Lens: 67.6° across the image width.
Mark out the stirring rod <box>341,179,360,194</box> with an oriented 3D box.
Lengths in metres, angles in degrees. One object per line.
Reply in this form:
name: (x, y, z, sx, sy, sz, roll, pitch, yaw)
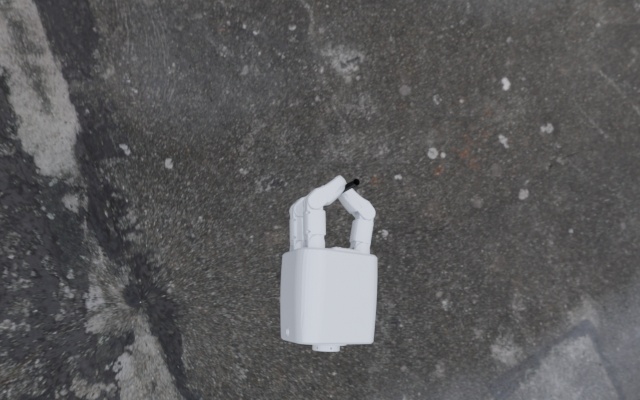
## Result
stirring rod: (0.000, 0.002, 0.661, 0.011, 0.011, 0.239, 0, -11, -21)
